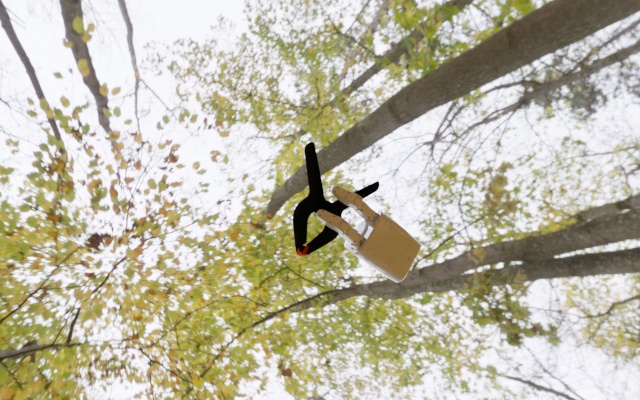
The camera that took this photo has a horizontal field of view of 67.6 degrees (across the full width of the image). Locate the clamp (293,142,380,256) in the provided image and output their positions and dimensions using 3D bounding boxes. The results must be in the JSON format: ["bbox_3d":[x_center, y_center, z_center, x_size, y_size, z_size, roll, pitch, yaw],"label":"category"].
[{"bbox_3d":[0.000,0.004,0.892,0.164,0.210,0.036,36,-19,-9],"label":"clamp"}]
